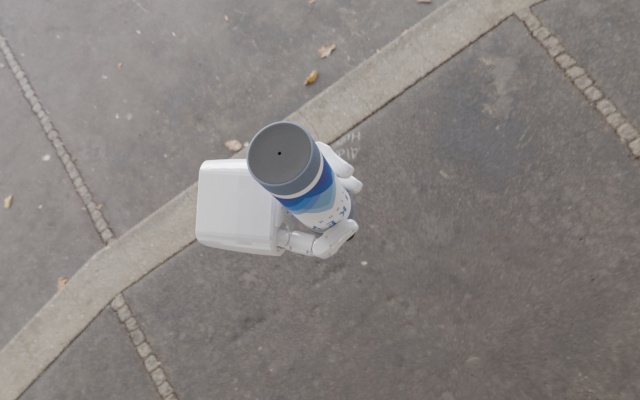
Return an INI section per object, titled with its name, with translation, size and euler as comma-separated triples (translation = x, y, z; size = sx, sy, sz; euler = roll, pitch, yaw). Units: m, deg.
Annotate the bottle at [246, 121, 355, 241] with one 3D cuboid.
[bottle]
translation = 0.000, 0.002, 0.574
size = 0.069, 0.069, 0.296
euler = 0, -18, 16
